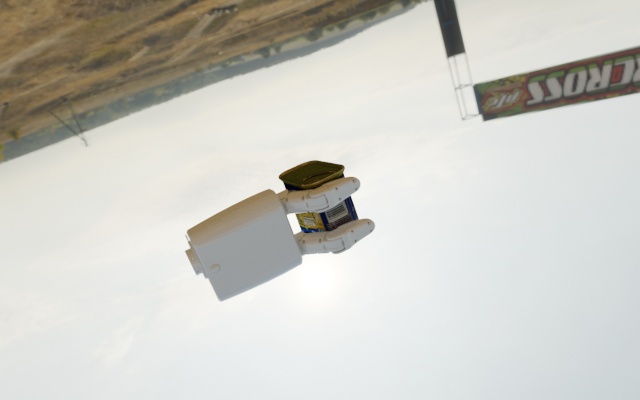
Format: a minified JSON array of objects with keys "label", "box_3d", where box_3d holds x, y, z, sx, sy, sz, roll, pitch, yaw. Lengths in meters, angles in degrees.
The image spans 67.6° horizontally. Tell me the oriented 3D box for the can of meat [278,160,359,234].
[{"label":"can of meat","box_3d":[0.000,0.002,0.586,0.057,0.084,0.102,-27,20,-21]}]
